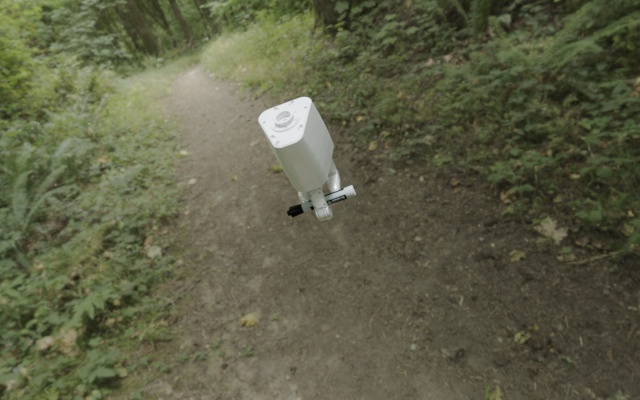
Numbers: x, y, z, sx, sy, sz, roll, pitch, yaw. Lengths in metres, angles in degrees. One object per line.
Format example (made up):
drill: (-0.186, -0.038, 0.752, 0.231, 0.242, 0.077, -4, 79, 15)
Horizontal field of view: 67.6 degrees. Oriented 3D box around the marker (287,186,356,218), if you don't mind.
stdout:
marker: (0.000, 0.003, 0.812, 0.121, 0.020, 0.020, -19, -3, 9)
